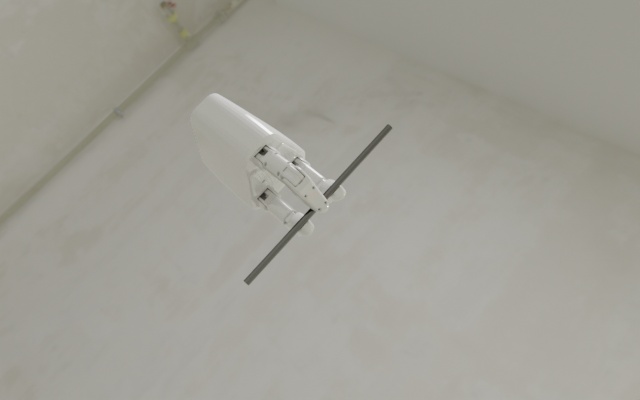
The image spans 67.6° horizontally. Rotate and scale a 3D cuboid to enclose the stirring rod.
[{"bbox_3d":[0.000,0.002,0.534,0.011,0.239,0.011,41,-9,8],"label":"stirring rod"}]
